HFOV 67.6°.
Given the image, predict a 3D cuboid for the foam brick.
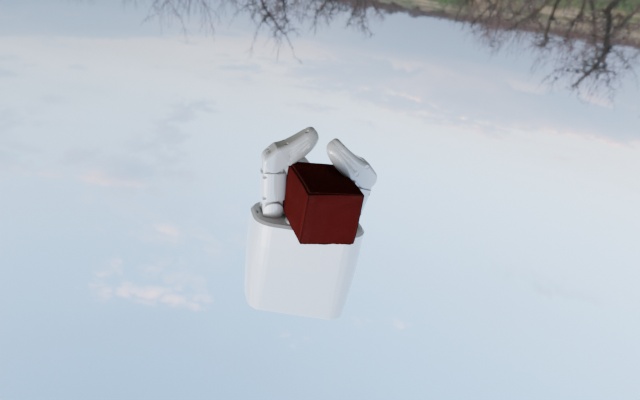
[{"bbox_3d":[0.000,0.001,0.446,0.053,0.051,0.078,3,24,-19],"label":"foam brick"}]
